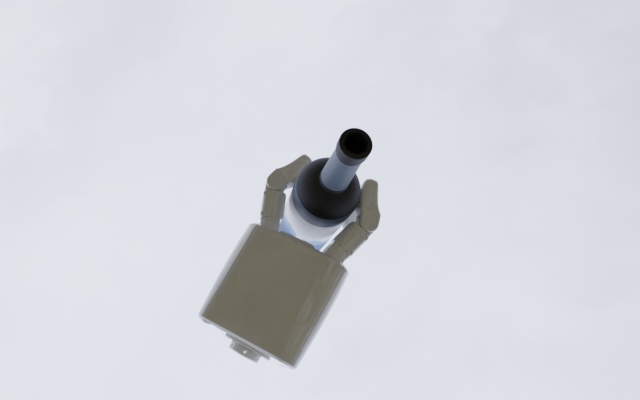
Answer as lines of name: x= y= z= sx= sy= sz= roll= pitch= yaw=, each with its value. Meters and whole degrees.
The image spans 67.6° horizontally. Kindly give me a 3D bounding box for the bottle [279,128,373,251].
bottle: x=0.000 y=0.002 z=0.510 sx=0.069 sy=0.069 sz=0.296 roll=0 pitch=-18 yaw=-12
